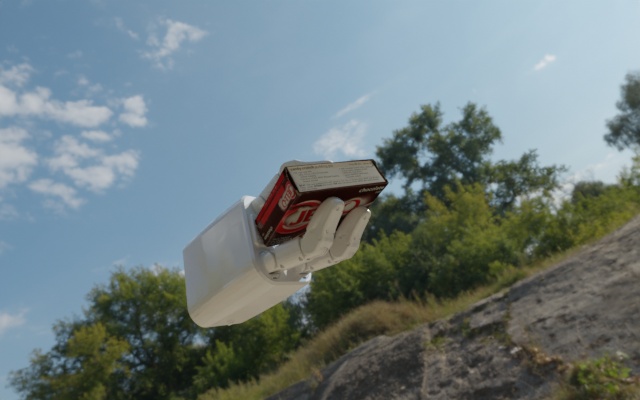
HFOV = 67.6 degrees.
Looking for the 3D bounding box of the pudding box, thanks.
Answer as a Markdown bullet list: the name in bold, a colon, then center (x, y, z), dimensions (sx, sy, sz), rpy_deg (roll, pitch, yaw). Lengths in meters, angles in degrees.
- **pudding box**: center (0.000, 0.001, 0.486), dimensions (0.113, 0.039, 0.090), rpy_deg (-11, -29, -36)
